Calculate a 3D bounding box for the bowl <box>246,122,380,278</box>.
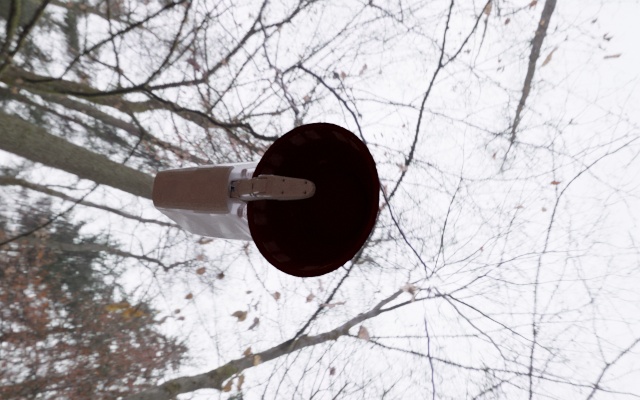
[{"bbox_3d":[0.001,0.002,0.508,0.162,0.162,0.055,0,-10,32],"label":"bowl"}]
